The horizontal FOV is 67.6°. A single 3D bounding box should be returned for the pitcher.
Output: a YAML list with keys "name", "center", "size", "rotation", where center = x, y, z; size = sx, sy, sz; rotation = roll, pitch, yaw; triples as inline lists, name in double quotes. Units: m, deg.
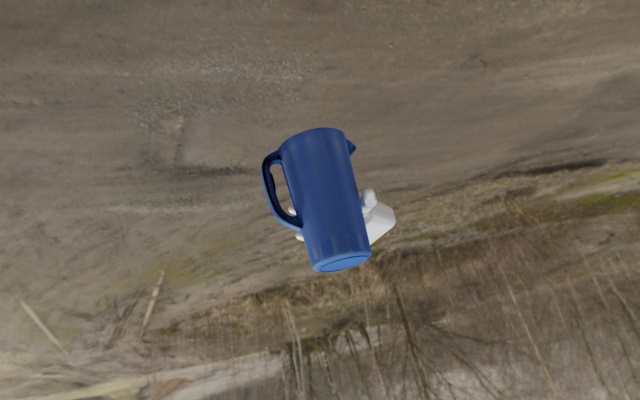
- name: "pitcher"
  center: [0.000, 0.003, 0.863]
  size: [0.149, 0.242, 0.145]
  rotation: [-24, -22, 26]
